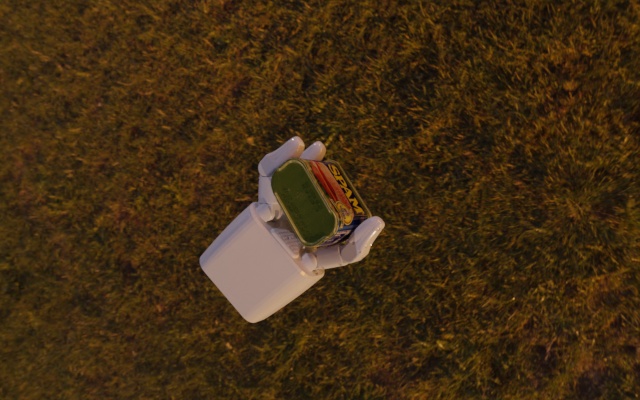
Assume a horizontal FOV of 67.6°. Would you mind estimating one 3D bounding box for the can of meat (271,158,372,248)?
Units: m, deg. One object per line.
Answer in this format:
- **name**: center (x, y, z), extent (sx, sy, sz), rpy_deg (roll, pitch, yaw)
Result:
- **can of meat**: center (0.000, 0.002, 0.533), extent (0.057, 0.102, 0.084), rpy_deg (-38, -17, 24)
